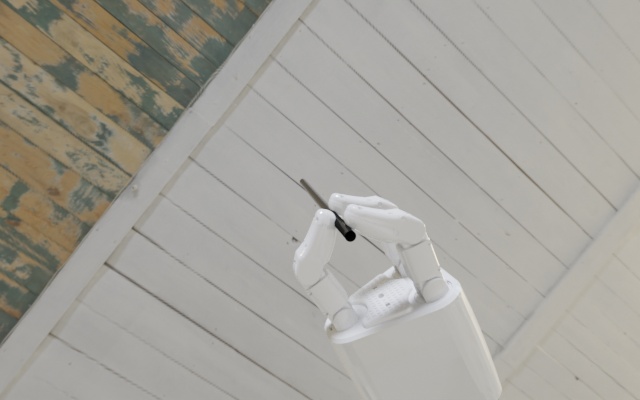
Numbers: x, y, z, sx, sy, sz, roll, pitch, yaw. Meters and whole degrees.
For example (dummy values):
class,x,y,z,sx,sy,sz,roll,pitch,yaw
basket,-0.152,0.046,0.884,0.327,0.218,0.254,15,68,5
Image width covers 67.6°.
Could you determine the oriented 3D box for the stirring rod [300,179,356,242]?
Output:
class,x,y,z,sx,sy,sz,roll,pitch,yaw
stirring rod,0.000,0.002,0.446,0.011,0.011,0.239,0,11,-10
